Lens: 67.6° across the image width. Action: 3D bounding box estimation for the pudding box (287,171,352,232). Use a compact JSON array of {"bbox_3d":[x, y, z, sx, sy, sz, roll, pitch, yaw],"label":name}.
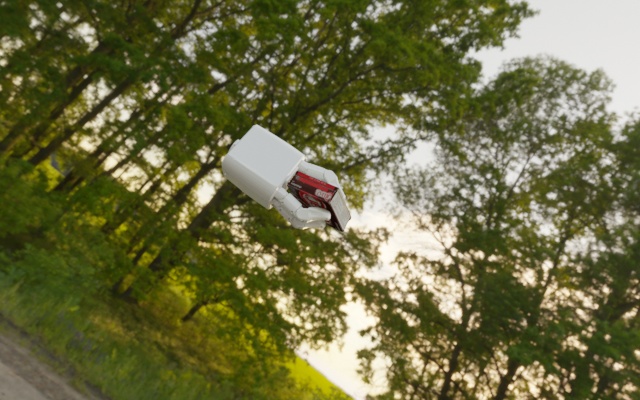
[{"bbox_3d":[0.000,0.003,0.847,0.090,0.039,0.113,25,-18,28],"label":"pudding box"}]
